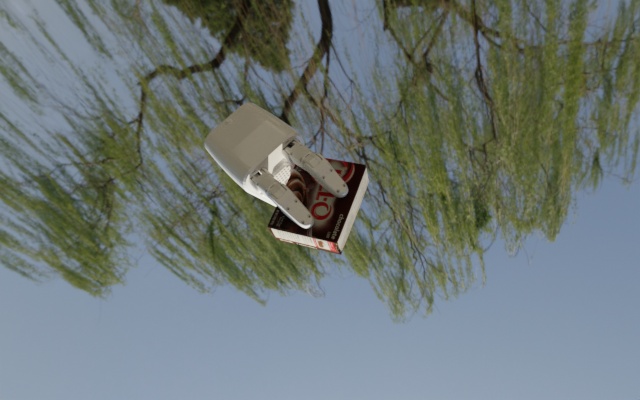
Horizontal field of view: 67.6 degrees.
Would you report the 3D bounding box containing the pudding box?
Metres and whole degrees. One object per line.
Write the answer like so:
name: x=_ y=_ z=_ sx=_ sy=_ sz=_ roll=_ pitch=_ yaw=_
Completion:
pudding box: x=0.000 y=0.002 z=0.579 sx=0.090 sy=0.113 sz=0.039 roll=11 pitch=-26 yaw=22
